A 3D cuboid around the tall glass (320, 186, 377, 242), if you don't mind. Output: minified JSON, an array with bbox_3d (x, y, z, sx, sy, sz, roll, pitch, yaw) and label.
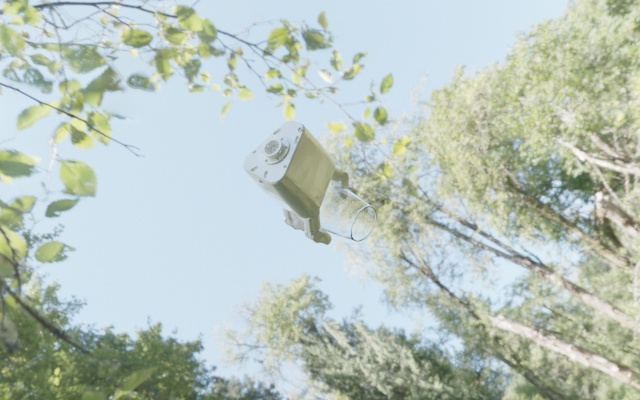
[{"bbox_3d":[0.000,0.002,0.823,0.201,0.079,0.079,27,17,38],"label":"tall glass"}]
